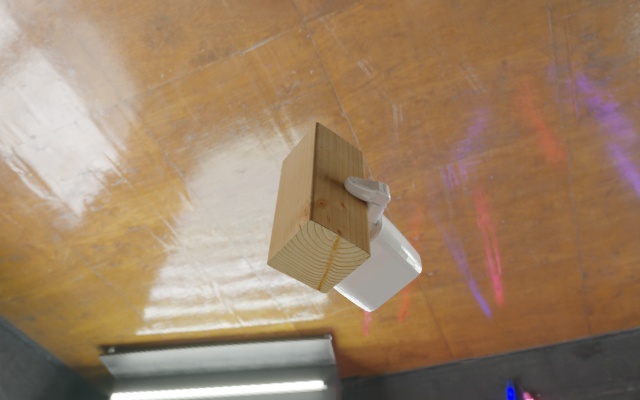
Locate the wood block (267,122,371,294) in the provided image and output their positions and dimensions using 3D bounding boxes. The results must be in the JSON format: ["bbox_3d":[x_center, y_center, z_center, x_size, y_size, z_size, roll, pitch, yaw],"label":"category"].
[{"bbox_3d":[0.001,0.002,0.623,0.090,0.206,0.091,31,-56,-22],"label":"wood block"}]
